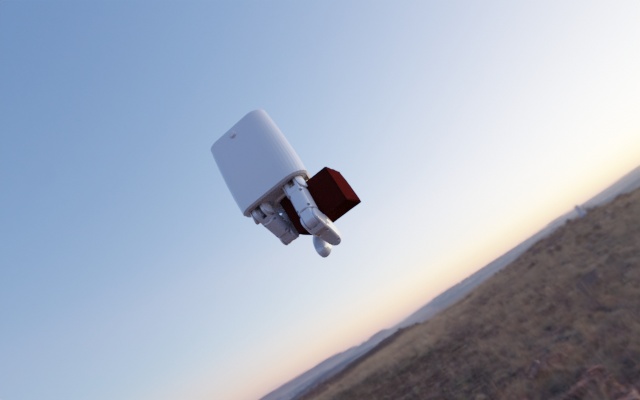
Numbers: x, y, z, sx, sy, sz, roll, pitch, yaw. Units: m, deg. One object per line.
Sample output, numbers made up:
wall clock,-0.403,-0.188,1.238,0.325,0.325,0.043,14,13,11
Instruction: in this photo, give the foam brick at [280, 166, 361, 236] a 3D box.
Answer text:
foam brick,0.000,0.002,0.599,0.078,0.051,0.053,-37,-18,16
